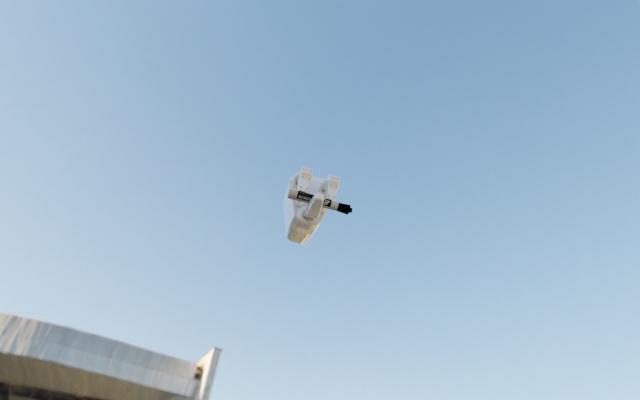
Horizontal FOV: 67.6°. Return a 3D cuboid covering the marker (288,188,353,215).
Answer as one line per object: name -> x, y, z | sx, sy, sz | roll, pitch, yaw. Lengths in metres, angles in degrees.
marker -> 0.000, 0.003, 0.873 | 0.121, 0.020, 0.020 | 16, -2, -8
